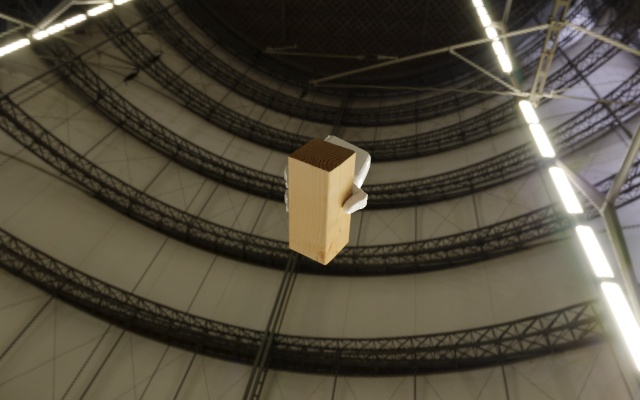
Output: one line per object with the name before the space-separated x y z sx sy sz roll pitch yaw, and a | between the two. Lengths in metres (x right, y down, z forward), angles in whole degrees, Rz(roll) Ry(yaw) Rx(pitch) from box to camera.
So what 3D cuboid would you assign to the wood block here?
wood block | 0.001 0.003 0.891 0.091 0.206 0.090 22 39 26
